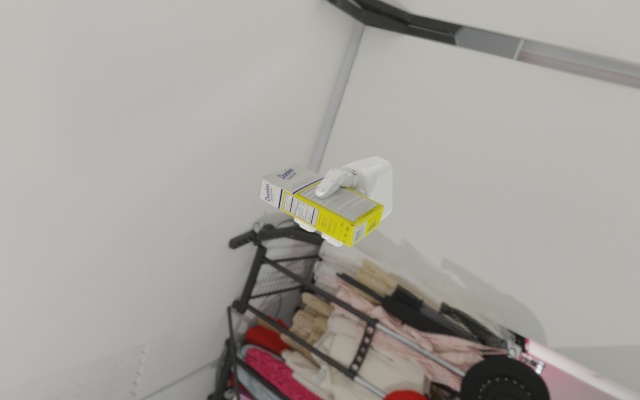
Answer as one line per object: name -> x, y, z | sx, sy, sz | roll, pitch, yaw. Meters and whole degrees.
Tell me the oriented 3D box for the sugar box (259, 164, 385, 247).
sugar box -> 0.000, 0.003, 0.750 | 0.176, 0.048, 0.093 | 25, 31, 27
